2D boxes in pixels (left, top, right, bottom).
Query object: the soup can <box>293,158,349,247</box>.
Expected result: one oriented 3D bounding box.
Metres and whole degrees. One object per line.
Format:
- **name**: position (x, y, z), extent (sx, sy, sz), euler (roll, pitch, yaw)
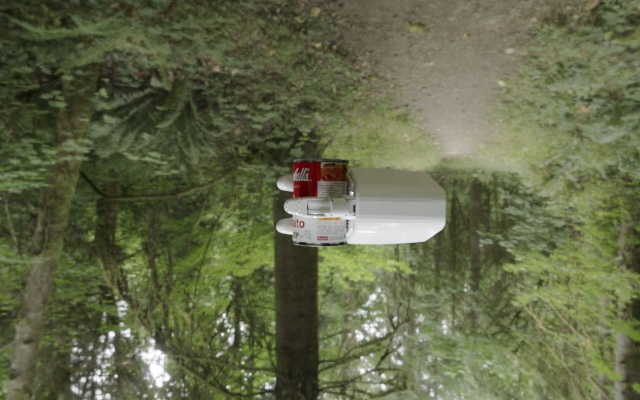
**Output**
- **soup can**: position (0.000, 0.002, 0.581), extent (0.068, 0.102, 0.068), euler (1, 1, 0)
